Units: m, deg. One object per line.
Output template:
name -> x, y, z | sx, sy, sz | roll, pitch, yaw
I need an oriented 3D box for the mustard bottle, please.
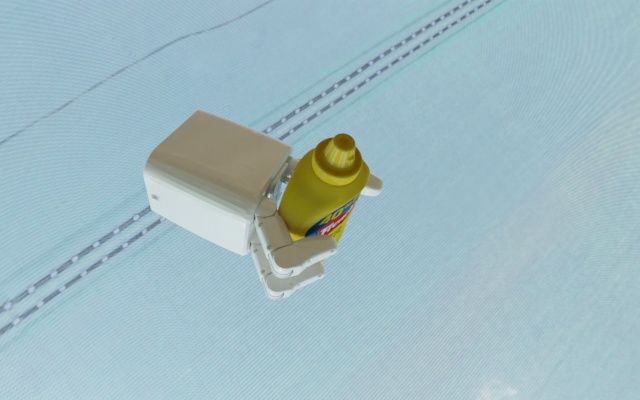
mustard bottle -> 0.000, 0.002, 0.450 | 0.096, 0.058, 0.192 | -36, -17, -28
